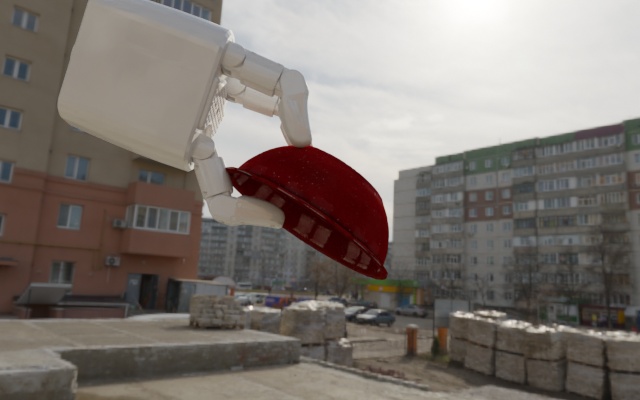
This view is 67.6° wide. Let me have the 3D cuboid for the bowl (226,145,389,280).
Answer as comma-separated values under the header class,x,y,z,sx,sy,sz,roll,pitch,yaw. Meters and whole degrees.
class,x,y,z,sx,sy,sz,roll,pitch,yaw
bowl,0.001,0.002,0.407,0.162,0.055,0.162,32,-13,8
